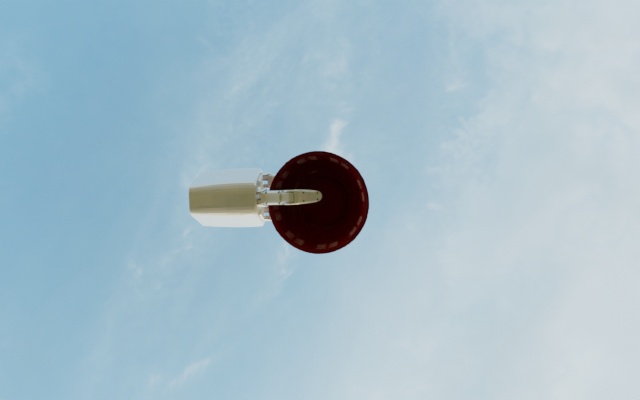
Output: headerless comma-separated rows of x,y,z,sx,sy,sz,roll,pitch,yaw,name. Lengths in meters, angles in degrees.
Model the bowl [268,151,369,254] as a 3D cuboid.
0.001,0.003,0.770,0.162,0.162,0.055,0,2,11,bowl
